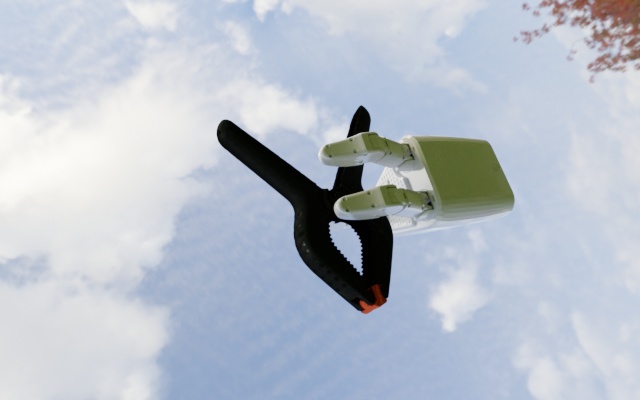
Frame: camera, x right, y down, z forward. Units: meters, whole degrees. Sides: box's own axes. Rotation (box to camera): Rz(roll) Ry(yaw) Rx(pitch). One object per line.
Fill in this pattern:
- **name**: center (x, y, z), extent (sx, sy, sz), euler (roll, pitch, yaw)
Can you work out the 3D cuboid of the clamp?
- **clamp**: center (0.000, 0.002, 0.437), extent (0.164, 0.210, 0.036), euler (-5, -24, -25)
